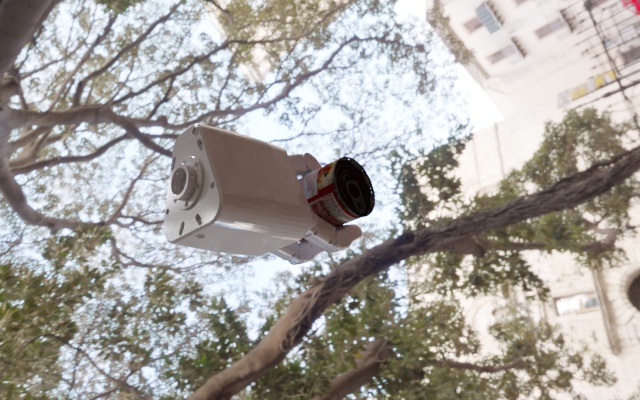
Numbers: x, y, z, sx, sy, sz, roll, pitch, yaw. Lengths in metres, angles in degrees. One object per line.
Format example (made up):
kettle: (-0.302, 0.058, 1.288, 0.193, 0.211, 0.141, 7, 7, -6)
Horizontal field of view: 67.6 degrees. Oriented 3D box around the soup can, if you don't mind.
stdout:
soup can: (0.000, 0.002, 0.531, 0.102, 0.068, 0.068, -24, -15, 37)
